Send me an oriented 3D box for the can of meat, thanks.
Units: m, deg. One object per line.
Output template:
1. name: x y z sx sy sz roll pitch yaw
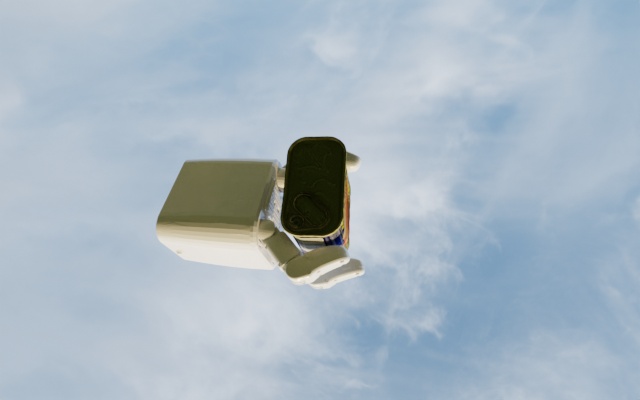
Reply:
1. can of meat: 0.000 0.002 0.474 0.057 0.102 0.084 0 -24 9
